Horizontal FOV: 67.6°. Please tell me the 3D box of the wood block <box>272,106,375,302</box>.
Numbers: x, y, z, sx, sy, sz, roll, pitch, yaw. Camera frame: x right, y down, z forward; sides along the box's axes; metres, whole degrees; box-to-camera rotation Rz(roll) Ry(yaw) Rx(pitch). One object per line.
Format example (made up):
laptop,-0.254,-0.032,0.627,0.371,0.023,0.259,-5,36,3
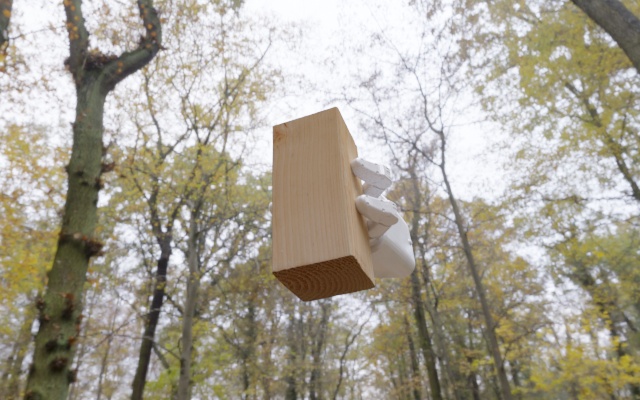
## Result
wood block,0.000,0.002,0.569,0.091,0.206,0.090,-15,-36,15
